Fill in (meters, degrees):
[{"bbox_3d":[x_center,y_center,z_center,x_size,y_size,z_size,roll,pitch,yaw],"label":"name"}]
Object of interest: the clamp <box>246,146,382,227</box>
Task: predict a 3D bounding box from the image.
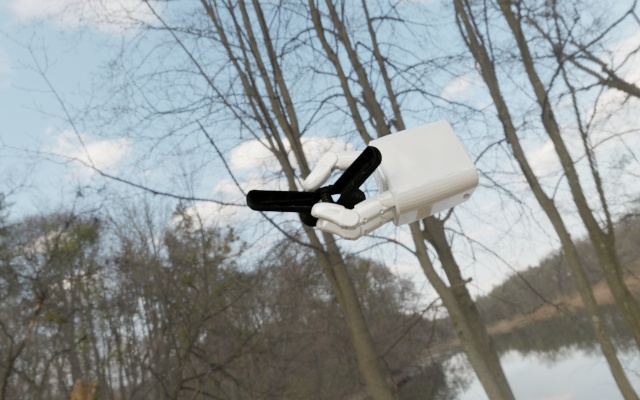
[{"bbox_3d":[0.000,0.001,0.627,0.164,0.036,0.210,-17,-20,0],"label":"clamp"}]
